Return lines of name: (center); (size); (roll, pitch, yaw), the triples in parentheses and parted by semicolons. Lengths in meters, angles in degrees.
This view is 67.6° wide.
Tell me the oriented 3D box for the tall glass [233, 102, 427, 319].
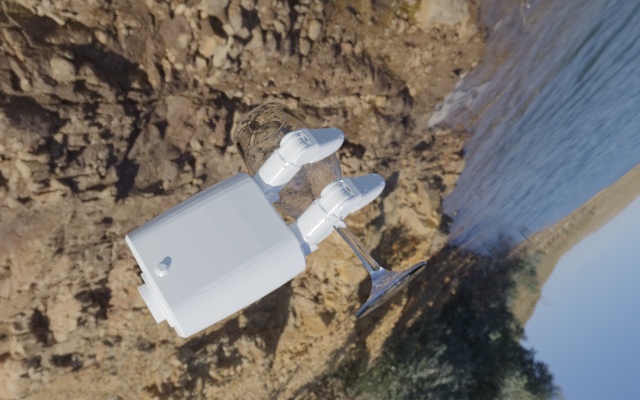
tall glass: (0.001, 0.002, 0.427); (0.079, 0.201, 0.079); (-33, -20, -14)
